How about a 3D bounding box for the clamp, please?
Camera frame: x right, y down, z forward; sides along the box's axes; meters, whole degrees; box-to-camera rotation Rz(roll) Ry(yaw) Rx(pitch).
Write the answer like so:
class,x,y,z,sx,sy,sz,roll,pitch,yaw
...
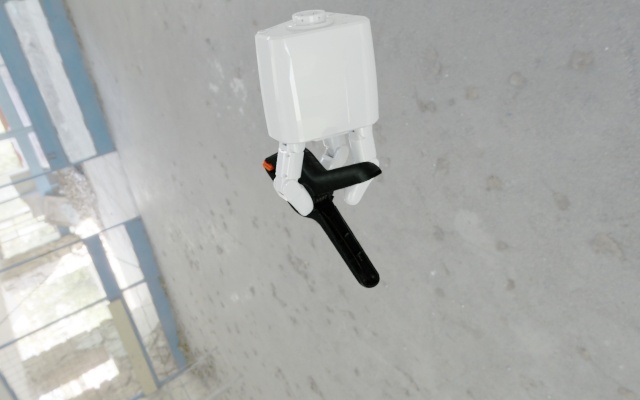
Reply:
class,x,y,z,sx,sy,sz,roll,pitch,yaw
clamp,-0.001,0.002,0.564,0.036,0.165,0.210,-27,36,-28
